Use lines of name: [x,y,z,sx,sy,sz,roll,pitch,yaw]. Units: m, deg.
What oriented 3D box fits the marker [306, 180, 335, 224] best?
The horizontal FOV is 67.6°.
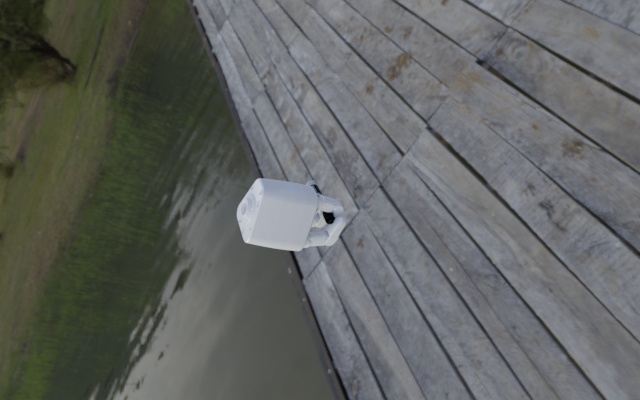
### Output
marker: [0.000,0.003,0.898,0.020,0.020,0.121,0,37,-24]
